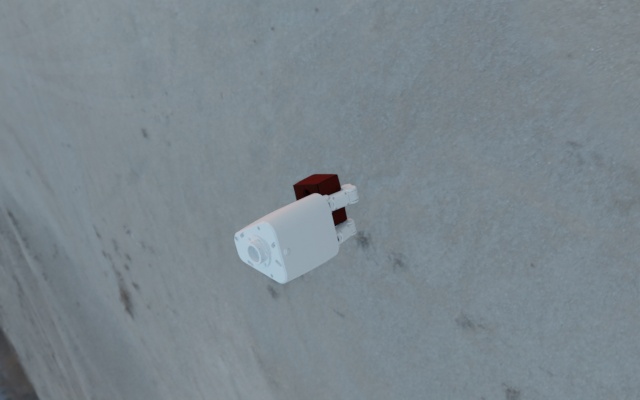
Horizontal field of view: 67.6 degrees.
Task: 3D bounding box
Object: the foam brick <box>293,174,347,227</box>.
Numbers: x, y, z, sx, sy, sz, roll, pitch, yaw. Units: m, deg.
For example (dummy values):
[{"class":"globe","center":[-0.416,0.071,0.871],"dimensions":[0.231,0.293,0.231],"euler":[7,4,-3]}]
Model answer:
[{"class":"foam brick","center":[0.000,0.002,0.740],"dimensions":[0.053,0.078,0.051],"euler":[0,20,44]}]
